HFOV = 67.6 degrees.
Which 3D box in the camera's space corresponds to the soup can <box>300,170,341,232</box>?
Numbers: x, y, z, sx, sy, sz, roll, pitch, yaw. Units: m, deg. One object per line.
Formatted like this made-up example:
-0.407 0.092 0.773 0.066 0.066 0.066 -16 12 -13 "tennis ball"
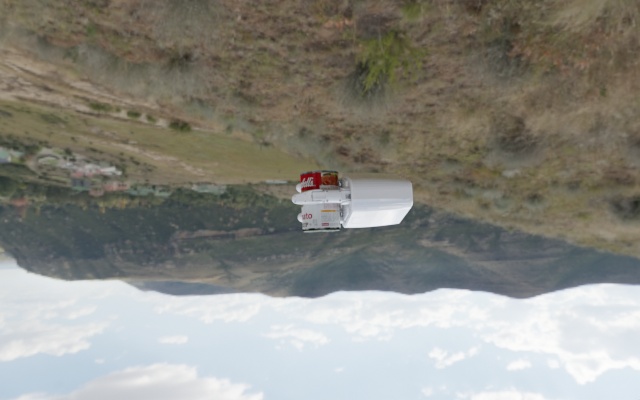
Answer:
0.000 0.003 0.834 0.068 0.102 0.068 -2 -6 0 "soup can"
